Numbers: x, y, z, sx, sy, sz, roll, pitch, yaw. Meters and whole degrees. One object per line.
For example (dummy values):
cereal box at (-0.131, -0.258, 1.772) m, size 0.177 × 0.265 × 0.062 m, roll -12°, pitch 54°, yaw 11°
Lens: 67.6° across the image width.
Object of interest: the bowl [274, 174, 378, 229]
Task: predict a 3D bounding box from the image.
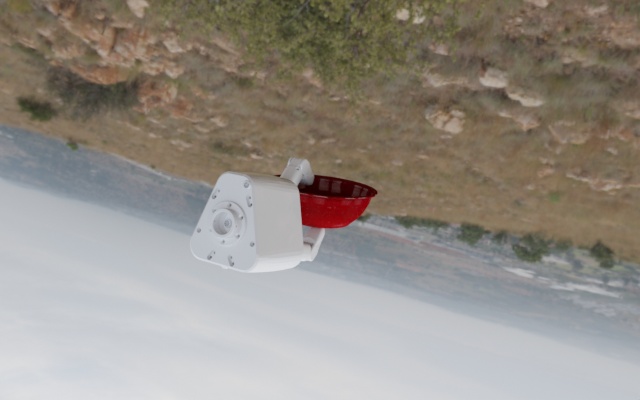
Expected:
bowl at (0.001, 0.003, 0.701) m, size 0.162 × 0.055 × 0.162 m, roll 6°, pitch 13°, yaw -1°
